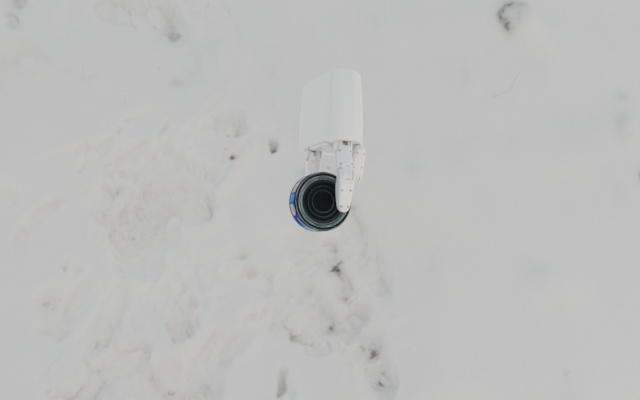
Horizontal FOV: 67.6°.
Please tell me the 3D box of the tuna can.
[{"bbox_3d":[0.000,0.002,0.684,0.086,0.086,0.034,0,-3,-17],"label":"tuna can"}]
